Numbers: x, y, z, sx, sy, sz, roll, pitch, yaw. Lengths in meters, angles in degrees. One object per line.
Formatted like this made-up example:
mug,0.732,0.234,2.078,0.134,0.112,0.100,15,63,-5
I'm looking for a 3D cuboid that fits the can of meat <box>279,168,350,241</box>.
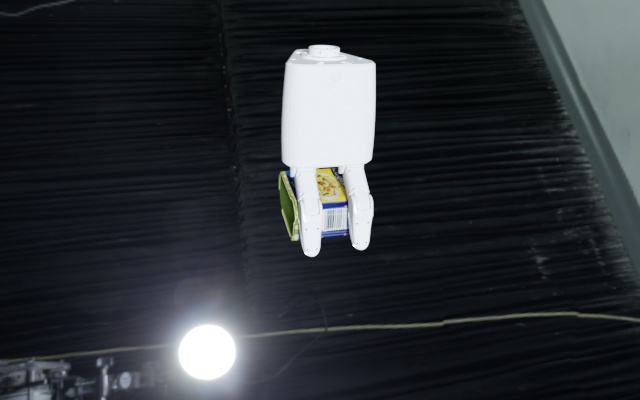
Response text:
can of meat,0.000,0.002,0.558,0.084,0.057,0.102,-4,31,-14
